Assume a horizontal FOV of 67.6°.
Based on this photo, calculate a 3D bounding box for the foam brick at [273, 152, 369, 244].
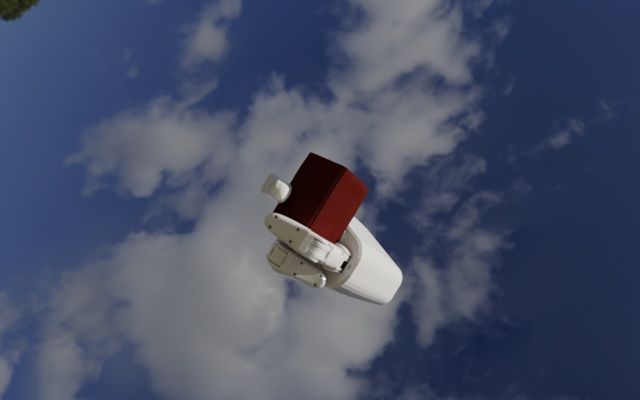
[{"bbox_3d":[0.000,0.001,0.473,0.053,0.078,0.051,31,-2,42],"label":"foam brick"}]
